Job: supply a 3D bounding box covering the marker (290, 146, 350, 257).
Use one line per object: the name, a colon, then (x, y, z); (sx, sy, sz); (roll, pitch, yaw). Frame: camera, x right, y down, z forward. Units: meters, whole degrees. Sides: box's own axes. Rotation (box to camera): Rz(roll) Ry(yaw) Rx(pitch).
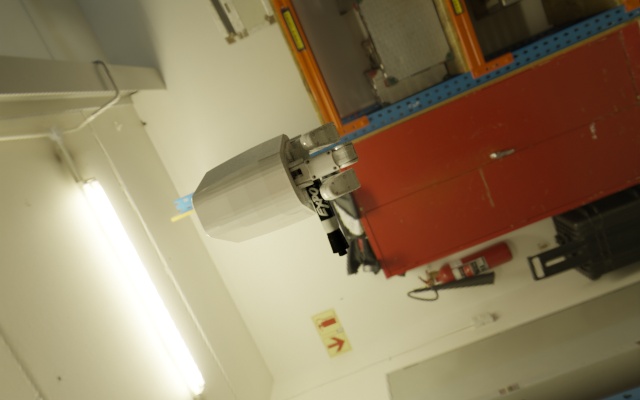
marker: (0.000, 0.002, 0.495); (0.020, 0.121, 0.020); (-23, 3, 1)
